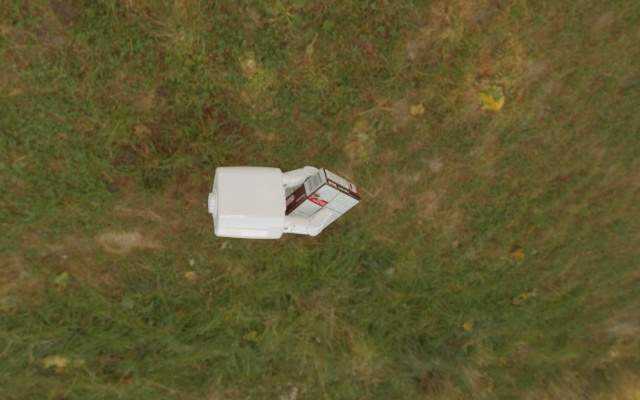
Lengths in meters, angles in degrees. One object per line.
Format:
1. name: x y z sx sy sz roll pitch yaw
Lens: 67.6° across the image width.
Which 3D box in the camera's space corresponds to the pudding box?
1. pudding box: 0.000 0.003 0.838 0.090 0.039 0.113 25 -50 -39
